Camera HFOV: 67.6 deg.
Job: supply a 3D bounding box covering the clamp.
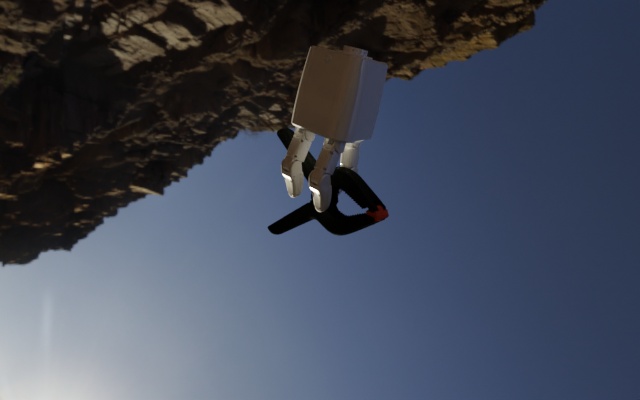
[{"bbox_3d":[0.001,0.002,0.677,0.210,0.165,0.036,26,24,36],"label":"clamp"}]
